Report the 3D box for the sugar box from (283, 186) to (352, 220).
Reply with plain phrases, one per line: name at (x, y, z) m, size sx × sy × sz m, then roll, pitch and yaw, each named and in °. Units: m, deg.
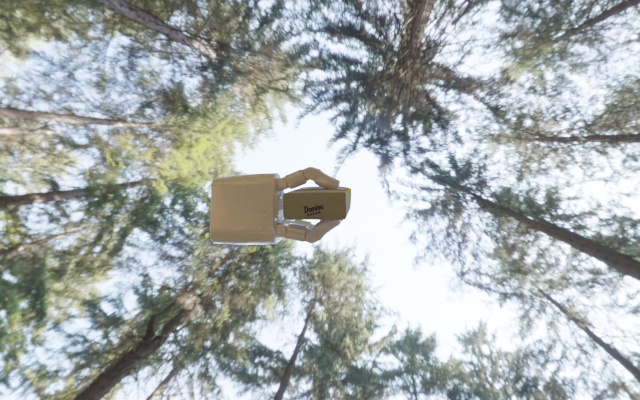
sugar box at (0.000, 0.003, 0.764) m, size 0.093 × 0.048 × 0.176 m, roll 0°, pitch 6°, yaw 7°
